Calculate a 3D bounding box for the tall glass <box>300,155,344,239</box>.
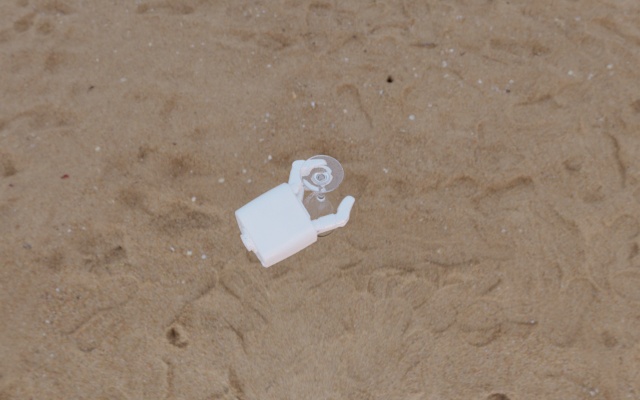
[{"bbox_3d":[0.000,0.003,0.892,0.079,0.079,0.201,0,-29,-1],"label":"tall glass"}]
